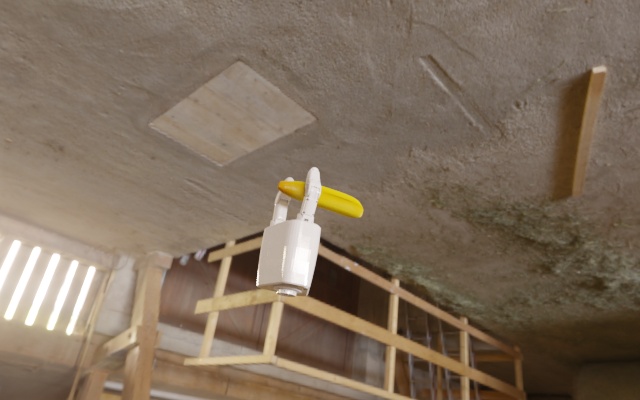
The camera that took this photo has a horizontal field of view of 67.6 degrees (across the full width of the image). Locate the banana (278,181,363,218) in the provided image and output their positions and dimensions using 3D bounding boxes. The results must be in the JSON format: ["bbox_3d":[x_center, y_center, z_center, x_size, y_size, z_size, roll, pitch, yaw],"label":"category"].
[{"bbox_3d":[0.015,0.002,0.860,0.198,0.037,0.069,21,-18,-41],"label":"banana"}]
